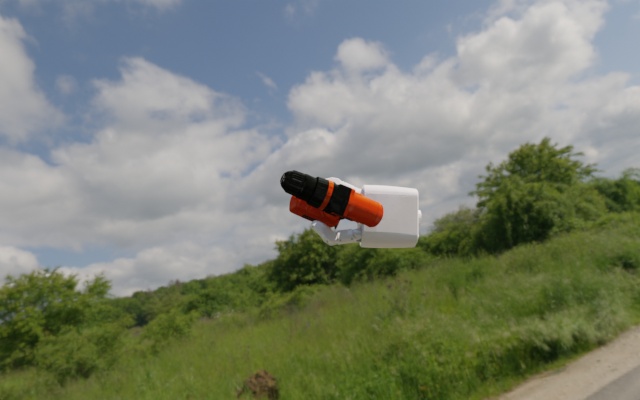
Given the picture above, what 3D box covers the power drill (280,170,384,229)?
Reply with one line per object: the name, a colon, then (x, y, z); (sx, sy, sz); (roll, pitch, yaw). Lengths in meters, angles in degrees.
power drill: (0.000, 0.003, 0.859); (0.184, 0.057, 0.187); (23, -10, -13)
